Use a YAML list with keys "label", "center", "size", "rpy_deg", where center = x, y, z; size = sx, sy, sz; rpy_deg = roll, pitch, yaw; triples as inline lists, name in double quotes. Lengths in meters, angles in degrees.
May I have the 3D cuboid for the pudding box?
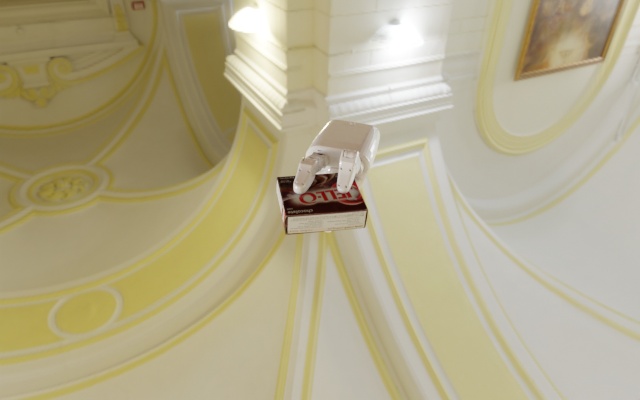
- label: "pudding box"
  center: [0.000, 0.002, 0.658]
  size: [0.113, 0.039, 0.090]
  rpy_deg: [-6, 37, -10]
